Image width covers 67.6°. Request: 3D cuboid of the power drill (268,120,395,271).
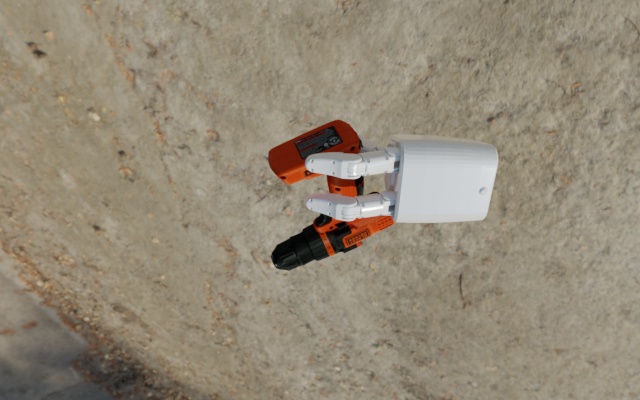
[{"bbox_3d":[0.000,0.002,0.603,0.184,0.057,0.188,-26,-42,-3],"label":"power drill"}]
